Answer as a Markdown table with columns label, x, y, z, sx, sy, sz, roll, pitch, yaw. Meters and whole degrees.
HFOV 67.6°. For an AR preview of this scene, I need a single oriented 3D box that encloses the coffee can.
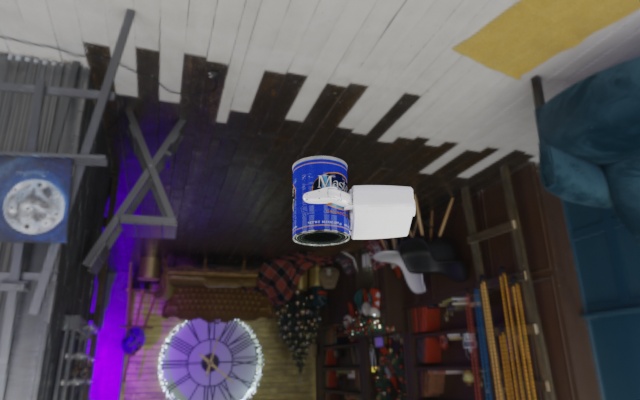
| label | x | y | z | sx | sy | sz | roll | pitch | yaw |
| --- | --- | --- | --- | --- | --- | --- | --- | --- | --- |
| coffee can | 0.000 | 0.003 | 0.869 | 0.103 | 0.140 | 0.103 | -1 | -19 | 0 |
